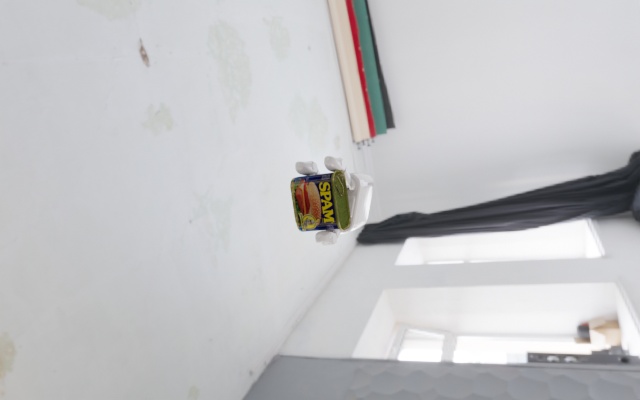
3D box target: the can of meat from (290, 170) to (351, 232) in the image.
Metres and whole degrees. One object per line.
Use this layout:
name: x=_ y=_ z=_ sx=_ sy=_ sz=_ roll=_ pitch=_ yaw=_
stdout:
can of meat: x=0.000 y=0.003 z=0.825 sx=0.084 sy=0.102 sz=0.057 roll=-5 pitch=6 yaw=23
